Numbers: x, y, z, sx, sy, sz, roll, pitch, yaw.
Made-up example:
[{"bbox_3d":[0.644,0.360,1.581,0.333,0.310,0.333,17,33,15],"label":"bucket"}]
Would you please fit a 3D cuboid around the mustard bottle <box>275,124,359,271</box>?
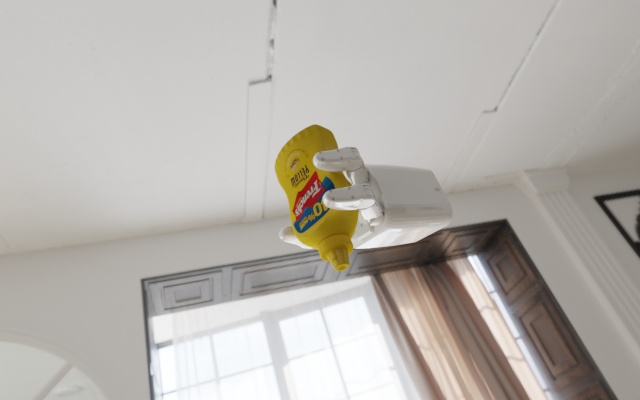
[{"bbox_3d":[0.000,0.002,0.598,0.058,0.191,0.096,19,-49,-43],"label":"mustard bottle"}]
